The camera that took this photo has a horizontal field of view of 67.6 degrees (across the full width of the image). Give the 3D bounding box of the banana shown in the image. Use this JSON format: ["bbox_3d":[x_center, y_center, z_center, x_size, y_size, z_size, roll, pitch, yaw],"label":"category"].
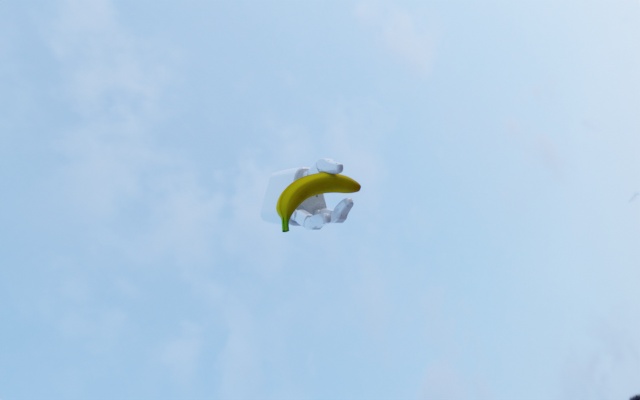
[{"bbox_3d":[-0.010,-0.013,0.829,0.197,0.069,0.037,-29,7,-37],"label":"banana"}]
